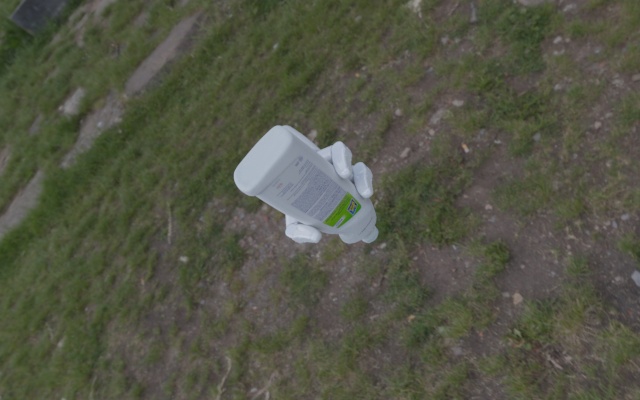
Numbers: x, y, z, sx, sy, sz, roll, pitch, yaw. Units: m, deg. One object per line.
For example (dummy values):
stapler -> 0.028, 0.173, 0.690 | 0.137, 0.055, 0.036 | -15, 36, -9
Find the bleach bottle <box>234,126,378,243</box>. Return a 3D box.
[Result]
bleach bottle -> 0.000, 0.002, 0.689 | 0.251, 0.102, 0.068 | 38, 5, -40
